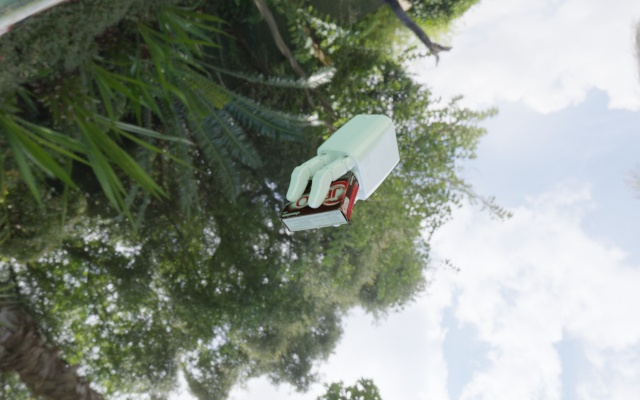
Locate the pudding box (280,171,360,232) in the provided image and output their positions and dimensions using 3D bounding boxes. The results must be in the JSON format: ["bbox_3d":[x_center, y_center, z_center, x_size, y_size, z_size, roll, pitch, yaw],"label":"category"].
[{"bbox_3d":[0.000,0.003,0.773,0.113,0.039,0.090,-13,36,29],"label":"pudding box"}]
